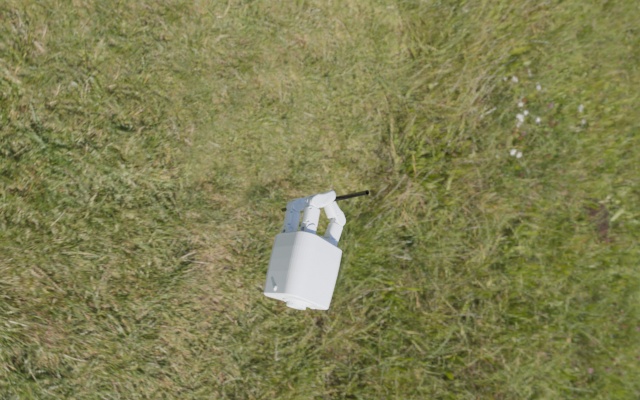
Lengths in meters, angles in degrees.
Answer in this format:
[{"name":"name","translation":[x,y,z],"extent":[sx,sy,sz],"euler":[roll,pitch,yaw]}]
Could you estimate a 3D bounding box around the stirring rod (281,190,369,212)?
[{"name":"stirring rod","translation":[0.000,0.003,0.854],"extent":[0.011,0.011,0.239],"euler":[0,-8,-39]}]
